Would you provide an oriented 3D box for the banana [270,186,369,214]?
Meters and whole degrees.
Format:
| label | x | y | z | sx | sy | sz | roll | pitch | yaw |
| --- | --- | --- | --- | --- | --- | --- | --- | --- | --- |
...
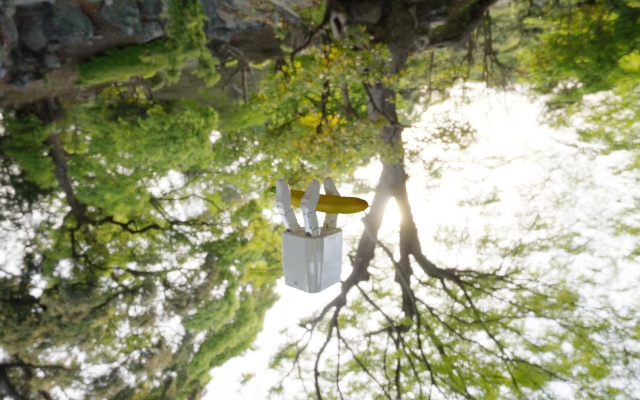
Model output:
| label | x | y | z | sx | sy | sz | roll | pitch | yaw |
| --- | --- | --- | --- | --- | --- | --- | --- | --- | --- |
| banana | 0.005 | 0.004 | 0.889 | 0.198 | 0.037 | 0.069 | 7 | -2 | 25 |
